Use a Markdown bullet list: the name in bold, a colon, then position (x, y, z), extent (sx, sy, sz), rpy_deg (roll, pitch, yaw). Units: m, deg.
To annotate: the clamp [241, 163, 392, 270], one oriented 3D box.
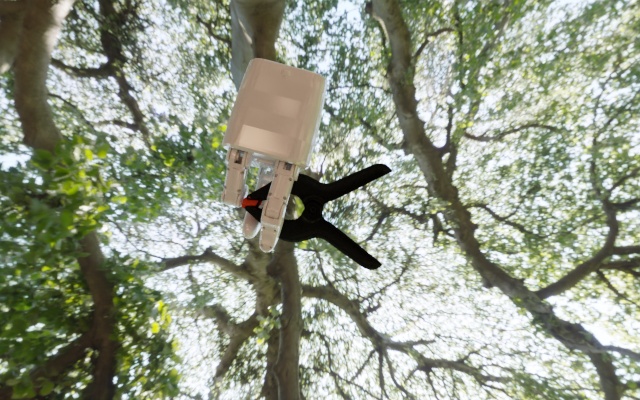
- **clamp**: position (0.000, 0.002, 0.546), extent (0.171, 0.120, 0.039), rpy_deg (15, -6, 1)
